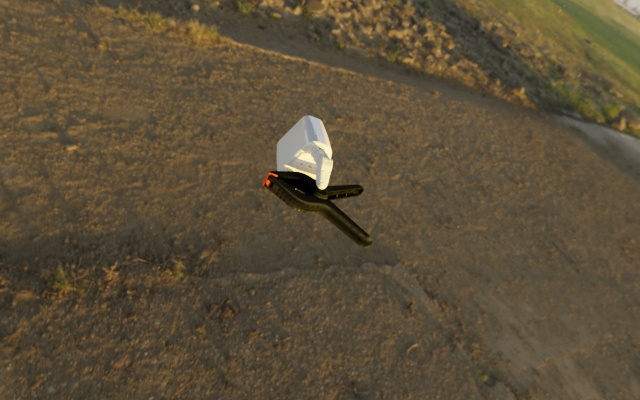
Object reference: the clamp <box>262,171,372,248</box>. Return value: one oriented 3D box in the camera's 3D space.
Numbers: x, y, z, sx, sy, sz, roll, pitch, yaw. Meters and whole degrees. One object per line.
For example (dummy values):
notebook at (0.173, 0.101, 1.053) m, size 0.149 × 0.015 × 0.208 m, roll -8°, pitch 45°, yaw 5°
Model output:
clamp at (0.000, 0.002, 0.842) m, size 0.210 × 0.036 × 0.164 m, roll 17°, pitch 35°, yaw -23°
